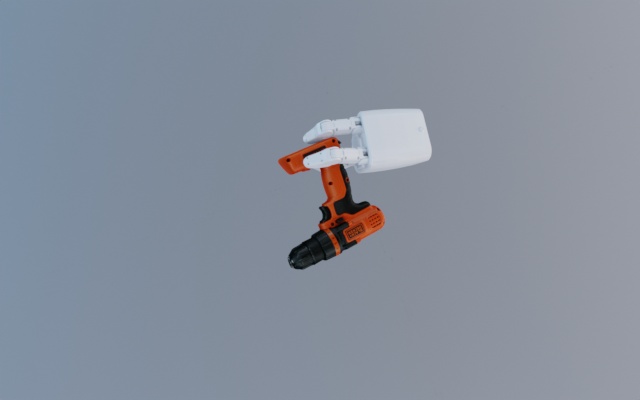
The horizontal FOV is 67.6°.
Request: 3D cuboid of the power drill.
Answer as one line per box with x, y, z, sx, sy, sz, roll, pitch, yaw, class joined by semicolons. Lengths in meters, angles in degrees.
0.000;0.002;0.797;0.184;0.188;0.057;-27;10;-20;power drill
